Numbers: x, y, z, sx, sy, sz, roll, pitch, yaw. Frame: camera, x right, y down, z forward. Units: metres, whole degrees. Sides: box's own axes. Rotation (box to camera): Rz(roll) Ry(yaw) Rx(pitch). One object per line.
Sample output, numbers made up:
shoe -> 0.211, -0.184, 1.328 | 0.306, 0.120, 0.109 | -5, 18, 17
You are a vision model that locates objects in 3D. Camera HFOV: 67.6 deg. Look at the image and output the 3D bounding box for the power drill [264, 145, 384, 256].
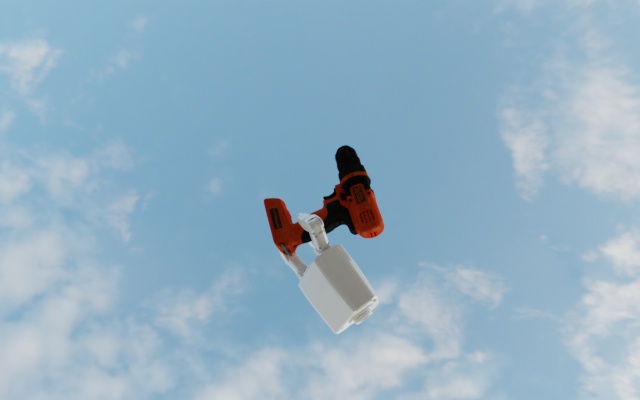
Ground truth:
power drill -> 0.000, 0.003, 0.823 | 0.187, 0.184, 0.057 | -21, -33, 7
